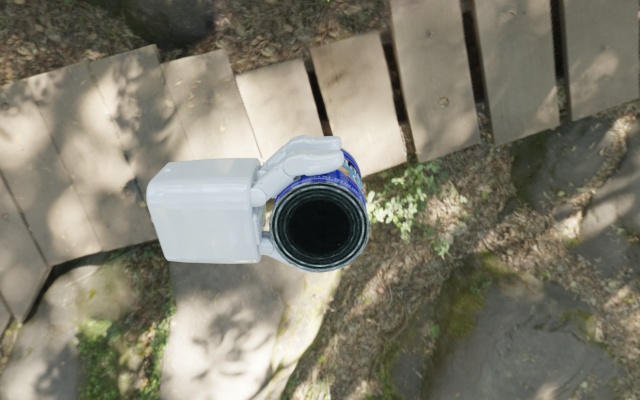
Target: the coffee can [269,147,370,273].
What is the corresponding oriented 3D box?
[{"bbox_3d":[0.000,0.002,0.544,0.103,0.103,0.140,0,23,1],"label":"coffee can"}]
